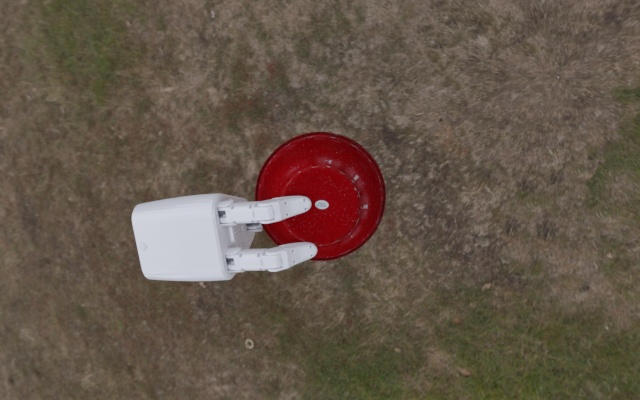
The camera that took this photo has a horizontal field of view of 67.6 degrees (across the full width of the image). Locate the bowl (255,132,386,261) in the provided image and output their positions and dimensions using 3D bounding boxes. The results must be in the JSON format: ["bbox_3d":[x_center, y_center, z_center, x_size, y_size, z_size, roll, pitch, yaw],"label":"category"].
[{"bbox_3d":[0.001,0.001,0.561,0.162,0.162,0.055,0,11,0],"label":"bowl"}]
